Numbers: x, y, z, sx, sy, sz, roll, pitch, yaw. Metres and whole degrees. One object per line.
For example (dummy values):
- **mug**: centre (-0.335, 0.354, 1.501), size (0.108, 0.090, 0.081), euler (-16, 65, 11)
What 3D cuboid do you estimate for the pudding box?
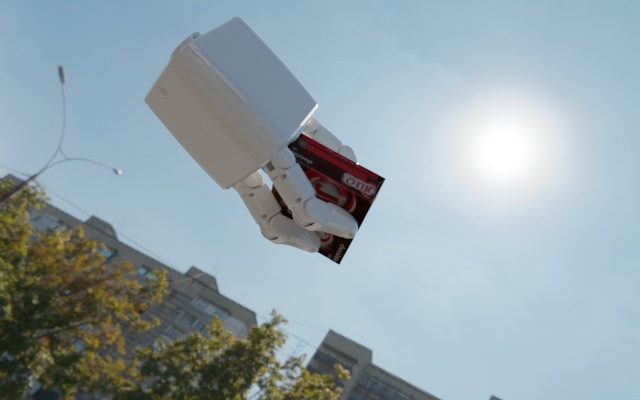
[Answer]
- **pudding box**: centre (0.000, 0.001, 0.451), size (0.090, 0.039, 0.114), euler (30, -35, 7)
